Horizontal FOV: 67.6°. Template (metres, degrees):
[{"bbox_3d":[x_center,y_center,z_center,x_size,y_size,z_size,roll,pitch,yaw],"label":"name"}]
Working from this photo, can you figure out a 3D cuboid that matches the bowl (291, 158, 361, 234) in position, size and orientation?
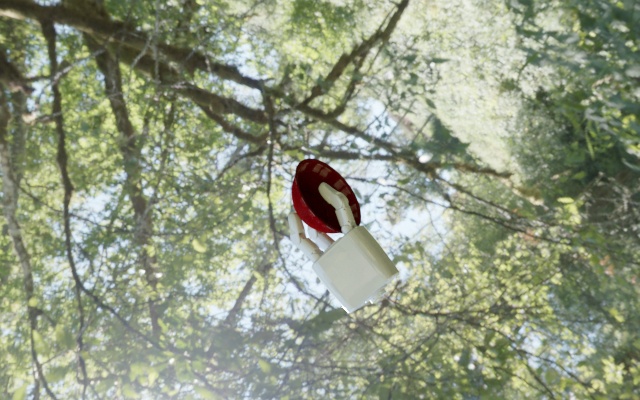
[{"bbox_3d":[-0.001,0.002,0.881,0.055,0.162,0.162,-38,-23,33],"label":"bowl"}]
